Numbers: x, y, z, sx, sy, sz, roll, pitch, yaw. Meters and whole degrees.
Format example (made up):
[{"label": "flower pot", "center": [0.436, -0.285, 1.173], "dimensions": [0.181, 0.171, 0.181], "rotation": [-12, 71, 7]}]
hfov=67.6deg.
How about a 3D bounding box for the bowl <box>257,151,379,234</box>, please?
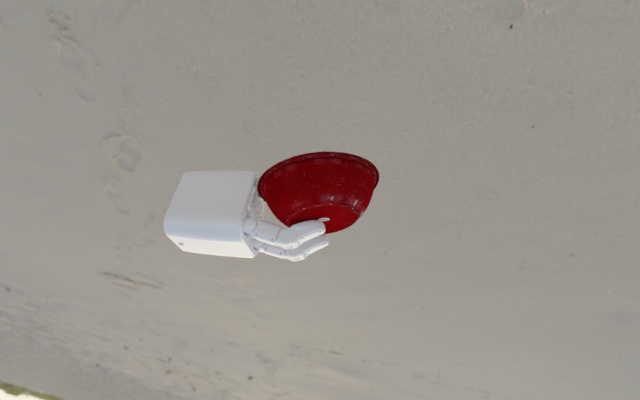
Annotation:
[{"label": "bowl", "center": [0.001, 0.002, 0.617], "dimensions": [0.162, 0.055, 0.162], "rotation": [-5, -26, -3]}]
